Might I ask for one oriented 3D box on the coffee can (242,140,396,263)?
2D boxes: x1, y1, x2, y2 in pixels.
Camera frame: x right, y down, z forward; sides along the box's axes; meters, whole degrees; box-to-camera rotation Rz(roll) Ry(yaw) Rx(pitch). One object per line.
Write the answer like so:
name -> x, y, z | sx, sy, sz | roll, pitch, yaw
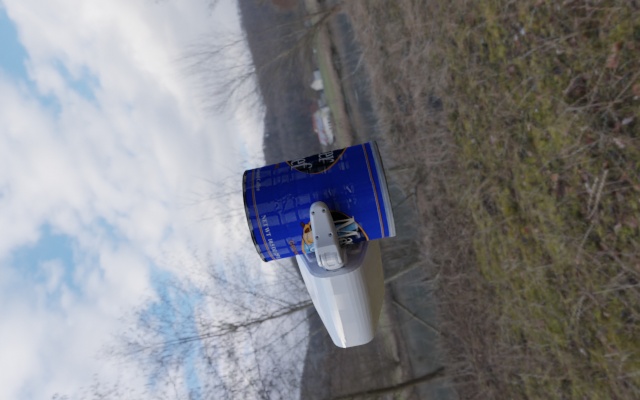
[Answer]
coffee can -> 0.000, 0.001, 0.505 | 0.140, 0.103, 0.103 | -12, -1, 5
